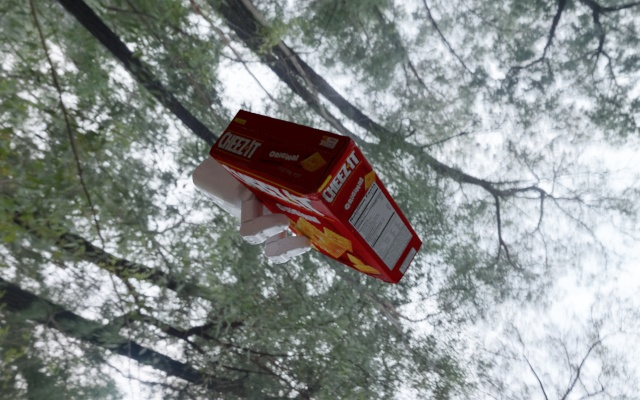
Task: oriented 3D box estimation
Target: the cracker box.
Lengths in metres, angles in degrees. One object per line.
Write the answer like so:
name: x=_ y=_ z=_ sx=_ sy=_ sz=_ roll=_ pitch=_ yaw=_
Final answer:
cracker box: x=0.000 y=0.002 z=0.539 sx=0.164 sy=0.072 sz=0.214 roll=21 pitch=-18 yaw=40
